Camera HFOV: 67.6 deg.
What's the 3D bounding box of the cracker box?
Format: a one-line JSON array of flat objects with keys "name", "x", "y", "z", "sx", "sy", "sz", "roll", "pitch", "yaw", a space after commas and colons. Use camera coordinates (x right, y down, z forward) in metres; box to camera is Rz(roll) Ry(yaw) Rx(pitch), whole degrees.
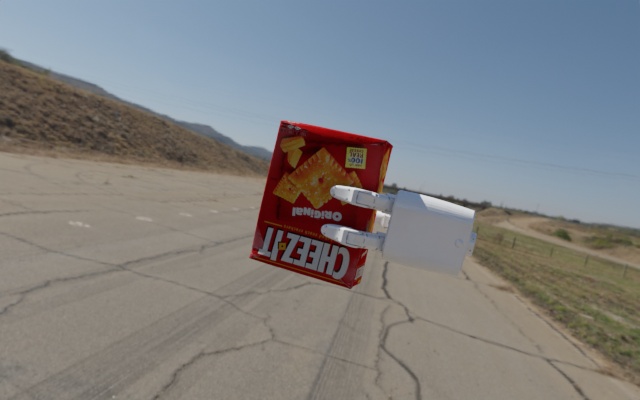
[{"name": "cracker box", "x": 0.000, "y": 0.002, "z": 0.701, "sx": 0.164, "sy": 0.214, "sz": 0.072, "roll": 14, "pitch": 3, "yaw": 16}]
